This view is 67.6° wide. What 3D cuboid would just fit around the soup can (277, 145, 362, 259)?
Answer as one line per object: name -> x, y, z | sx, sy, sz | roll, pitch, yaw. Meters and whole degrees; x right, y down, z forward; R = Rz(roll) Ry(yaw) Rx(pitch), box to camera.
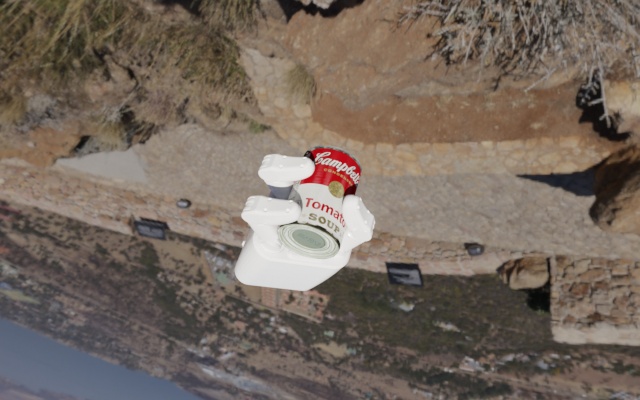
soup can -> 0.000, 0.002, 0.504 | 0.068, 0.102, 0.069 | 13, -33, 8
